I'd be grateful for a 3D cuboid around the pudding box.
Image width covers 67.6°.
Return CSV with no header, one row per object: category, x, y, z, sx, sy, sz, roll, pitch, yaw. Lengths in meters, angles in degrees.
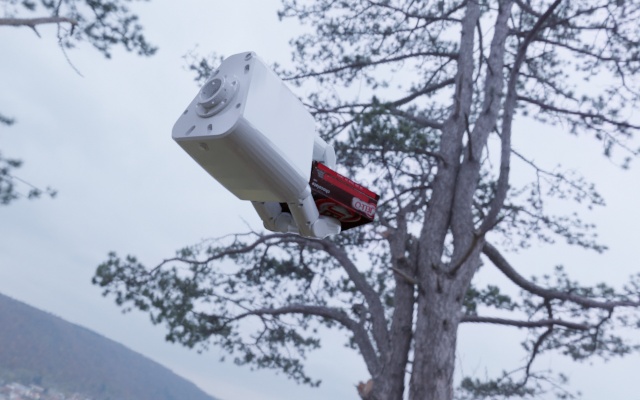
pudding box,0.000,0.002,0.553,0.090,0.039,0.113,28,-23,-20
